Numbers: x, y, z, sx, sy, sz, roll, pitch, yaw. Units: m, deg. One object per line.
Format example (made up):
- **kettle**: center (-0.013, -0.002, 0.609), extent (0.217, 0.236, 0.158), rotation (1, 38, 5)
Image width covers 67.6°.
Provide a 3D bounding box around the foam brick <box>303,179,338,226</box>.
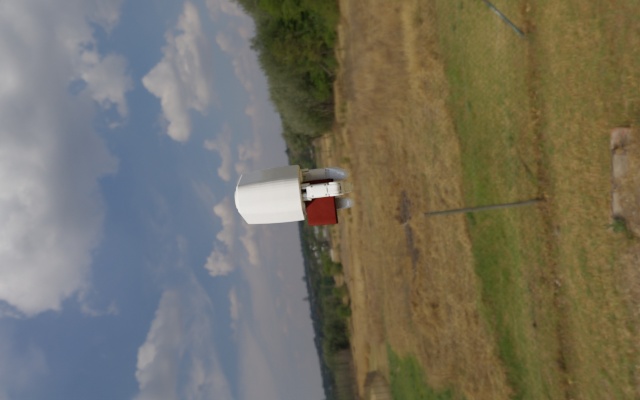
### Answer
- **foam brick**: center (0.000, 0.003, 0.825), extent (0.051, 0.078, 0.053), rotation (-7, 1, -1)
